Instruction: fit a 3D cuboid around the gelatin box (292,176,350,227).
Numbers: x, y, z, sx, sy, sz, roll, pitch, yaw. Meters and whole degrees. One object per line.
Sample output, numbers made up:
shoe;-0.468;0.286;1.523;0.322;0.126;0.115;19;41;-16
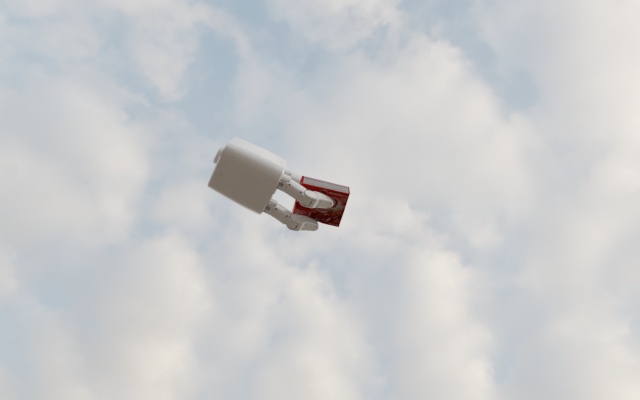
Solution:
gelatin box;0.000;0.003;0.843;0.089;0.073;0.030;13;31;-6
